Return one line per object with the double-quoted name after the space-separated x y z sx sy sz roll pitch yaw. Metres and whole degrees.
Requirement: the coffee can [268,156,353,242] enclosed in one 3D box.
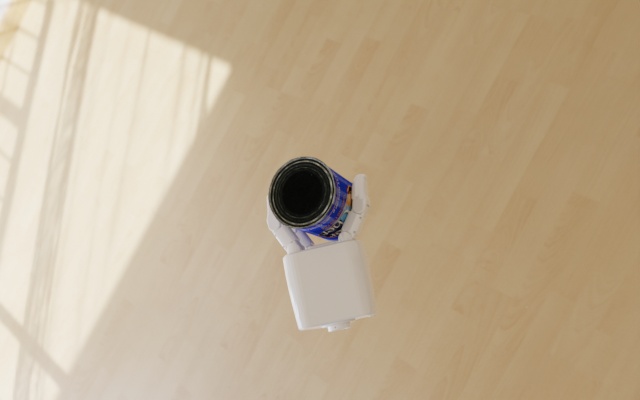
0.000 0.002 0.714 0.103 0.102 0.140 0 -12 23 "coffee can"
